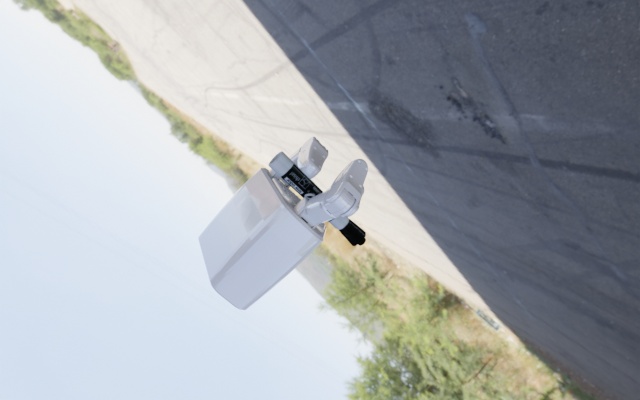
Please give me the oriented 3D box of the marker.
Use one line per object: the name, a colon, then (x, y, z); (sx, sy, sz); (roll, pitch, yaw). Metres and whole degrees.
marker: (0.000, 0.001, 0.452); (0.121, 0.020, 0.020); (44, -16, -17)
